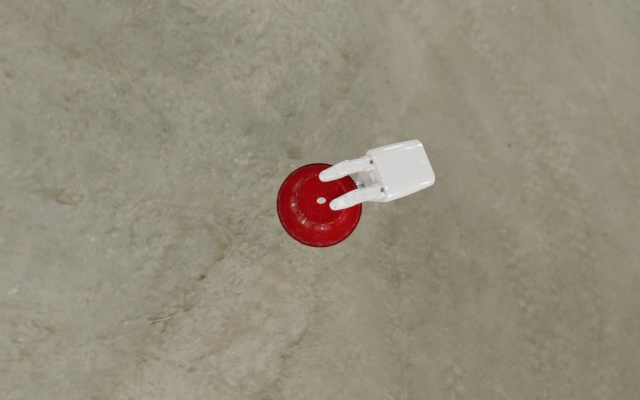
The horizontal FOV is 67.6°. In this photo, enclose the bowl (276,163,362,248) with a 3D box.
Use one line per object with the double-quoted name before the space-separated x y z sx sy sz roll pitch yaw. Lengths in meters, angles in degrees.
"bowl" -0.001 0.003 0.867 0.162 0.162 0.055 0 -11 -5
